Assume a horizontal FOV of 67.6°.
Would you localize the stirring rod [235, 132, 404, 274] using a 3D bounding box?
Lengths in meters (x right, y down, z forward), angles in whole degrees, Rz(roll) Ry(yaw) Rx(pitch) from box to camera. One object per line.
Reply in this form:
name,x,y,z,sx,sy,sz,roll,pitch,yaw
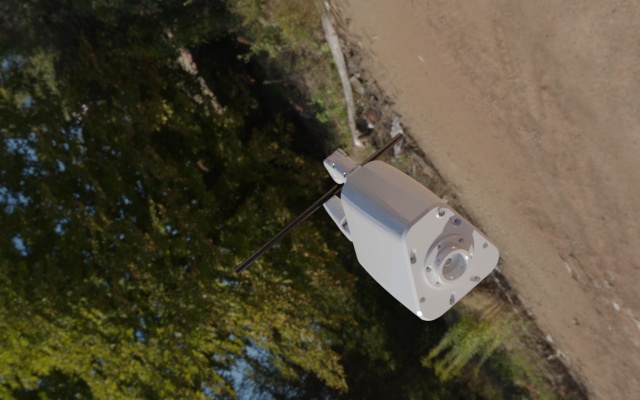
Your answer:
stirring rod,0.000,0.002,0.535,0.239,0.011,0.011,-40,4,-5
